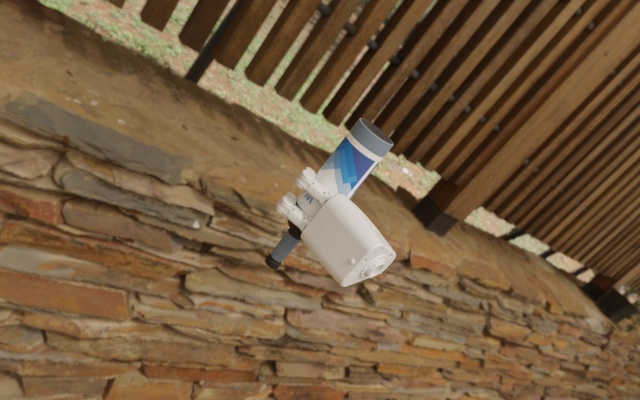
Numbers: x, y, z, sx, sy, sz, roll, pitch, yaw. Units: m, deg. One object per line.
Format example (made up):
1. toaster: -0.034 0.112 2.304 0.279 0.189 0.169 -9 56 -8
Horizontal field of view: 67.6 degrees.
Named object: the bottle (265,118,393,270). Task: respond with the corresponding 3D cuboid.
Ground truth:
1. bottle: 0.000 0.002 0.780 0.069 0.296 0.069 33 21 -14
